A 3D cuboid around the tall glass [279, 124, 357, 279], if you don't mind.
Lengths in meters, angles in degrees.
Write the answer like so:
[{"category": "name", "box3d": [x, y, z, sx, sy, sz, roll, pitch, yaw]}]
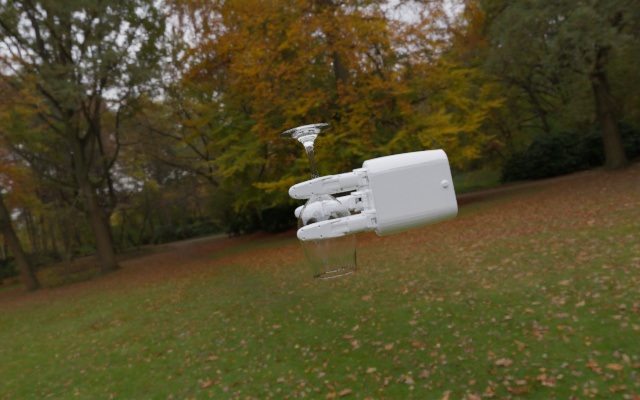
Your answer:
[{"category": "tall glass", "box3d": [0.000, 0.001, 0.652, 0.079, 0.201, 0.079, -11, -1, 0]}]
